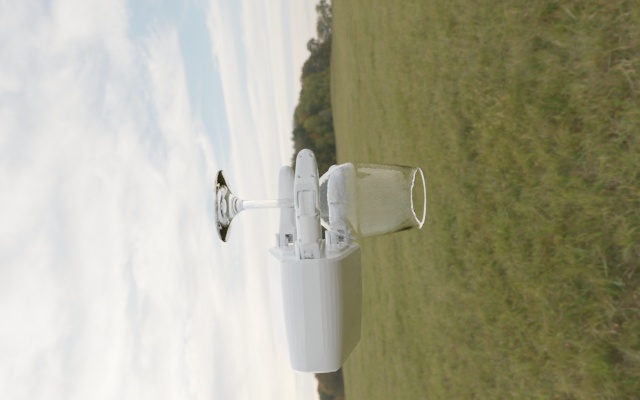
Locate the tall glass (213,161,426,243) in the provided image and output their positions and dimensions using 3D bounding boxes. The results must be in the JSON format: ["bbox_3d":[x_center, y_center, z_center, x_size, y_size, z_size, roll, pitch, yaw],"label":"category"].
[{"bbox_3d":[-0.001,0.001,0.481,0.201,0.079,0.079,-3,0,2],"label":"tall glass"}]
